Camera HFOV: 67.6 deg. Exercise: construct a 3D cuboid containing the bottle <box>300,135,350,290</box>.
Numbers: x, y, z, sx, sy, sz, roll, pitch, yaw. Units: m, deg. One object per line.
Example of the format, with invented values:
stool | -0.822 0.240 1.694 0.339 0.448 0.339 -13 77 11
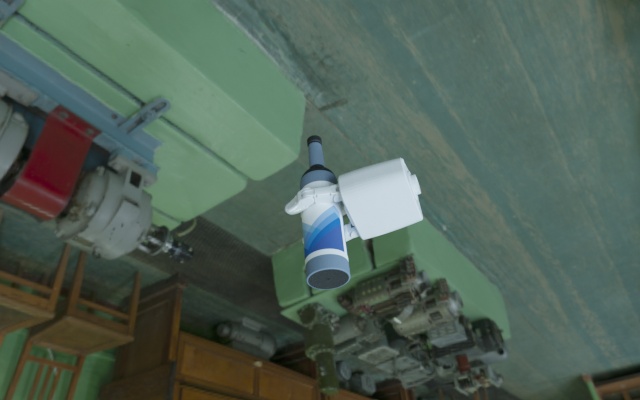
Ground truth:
bottle | 0.000 0.003 0.804 0.069 0.295 0.069 -4 -38 -3
